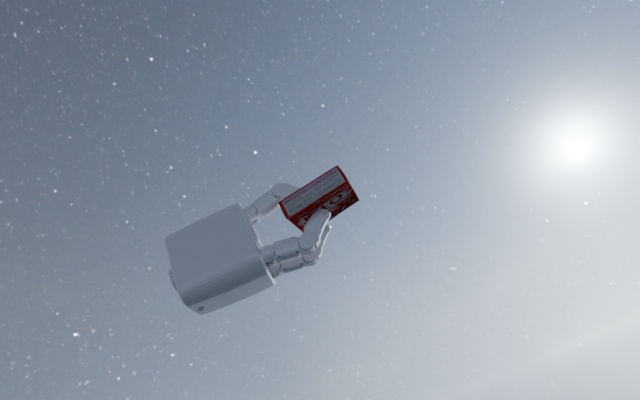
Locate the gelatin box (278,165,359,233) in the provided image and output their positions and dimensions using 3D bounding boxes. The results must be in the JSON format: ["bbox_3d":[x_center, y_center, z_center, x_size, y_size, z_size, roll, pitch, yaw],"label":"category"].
[{"bbox_3d":[0.000,0.001,0.609,0.089,0.030,0.073,-33,-25,3],"label":"gelatin box"}]
